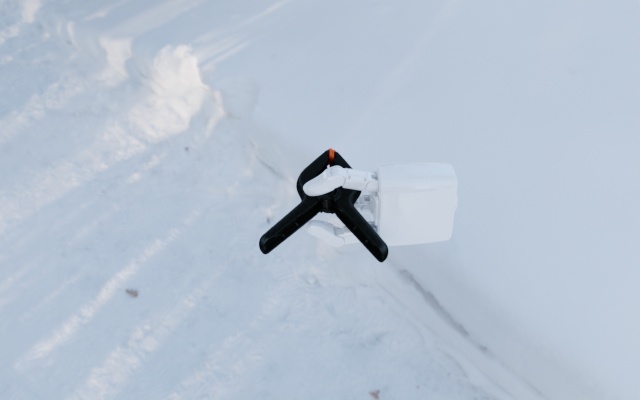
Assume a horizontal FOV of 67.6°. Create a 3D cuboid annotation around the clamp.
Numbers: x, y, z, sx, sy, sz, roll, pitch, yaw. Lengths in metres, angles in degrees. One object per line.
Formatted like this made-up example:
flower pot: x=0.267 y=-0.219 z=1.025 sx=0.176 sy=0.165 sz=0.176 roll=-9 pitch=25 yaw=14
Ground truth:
clamp: x=0.000 y=0.001 z=0.667 sx=0.164 sy=0.036 sz=0.209 roll=0 pitch=44 yaw=-3
